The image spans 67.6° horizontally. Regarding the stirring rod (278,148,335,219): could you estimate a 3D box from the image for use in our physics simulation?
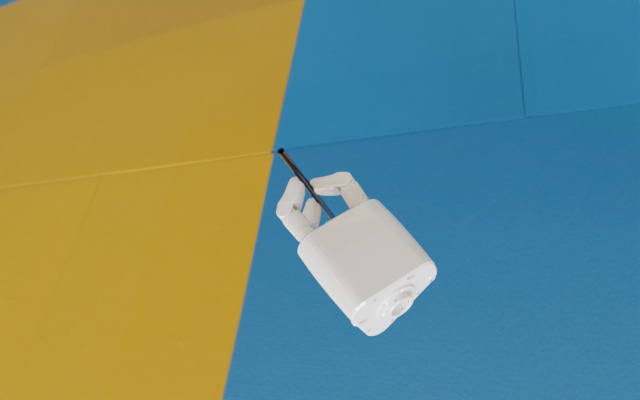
[{"bbox_3d":[0.000,0.002,0.628,0.011,0.011,0.240,0,-28,25],"label":"stirring rod"}]
